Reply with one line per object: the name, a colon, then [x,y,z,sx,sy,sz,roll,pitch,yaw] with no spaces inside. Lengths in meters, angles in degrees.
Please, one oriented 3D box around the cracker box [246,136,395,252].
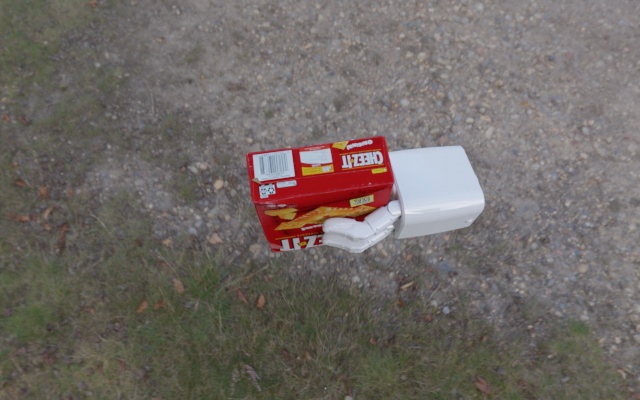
cracker box: [0.000,0.002,0.634,0.164,0.072,0.214,-8,-21,-3]
